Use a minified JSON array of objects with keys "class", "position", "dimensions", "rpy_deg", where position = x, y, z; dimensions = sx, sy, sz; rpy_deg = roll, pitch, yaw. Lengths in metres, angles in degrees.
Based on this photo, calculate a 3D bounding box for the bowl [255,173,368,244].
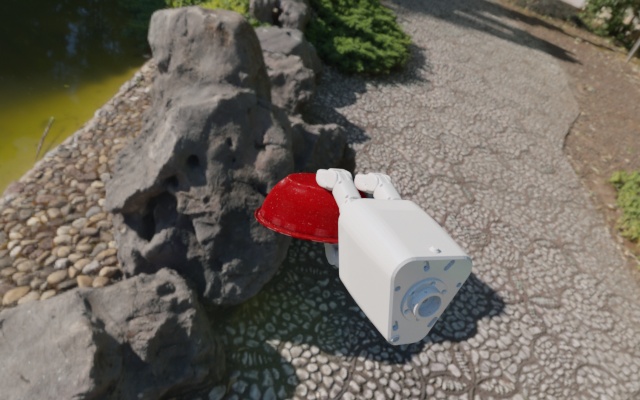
[{"class":"bowl","position":[-0.001,0.001,0.607],"dimensions":[0.162,0.055,0.162],"rpy_deg":[8,14,-2]}]
